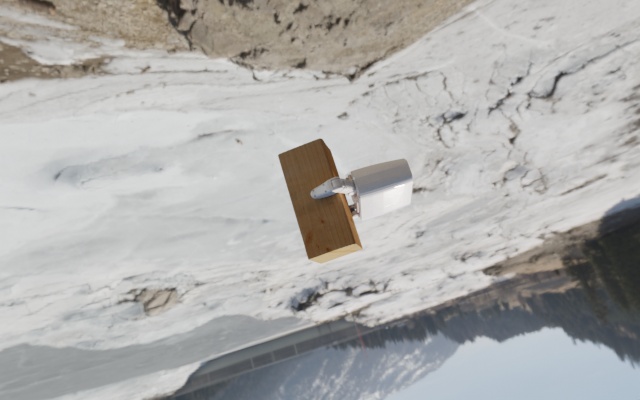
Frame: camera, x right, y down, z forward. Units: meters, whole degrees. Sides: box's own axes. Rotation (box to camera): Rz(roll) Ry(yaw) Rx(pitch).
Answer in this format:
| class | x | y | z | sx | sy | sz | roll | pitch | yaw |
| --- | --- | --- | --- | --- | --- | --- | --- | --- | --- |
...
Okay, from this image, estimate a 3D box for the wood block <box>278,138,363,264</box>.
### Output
| class | x | y | z | sx | sy | sz | roll | pitch | yaw |
| --- | --- | --- | --- | --- | --- | --- | --- | --- | --- |
| wood block | 0.000 | 0.003 | 0.891 | 0.090 | 0.206 | 0.091 | -20 | -16 | 9 |
